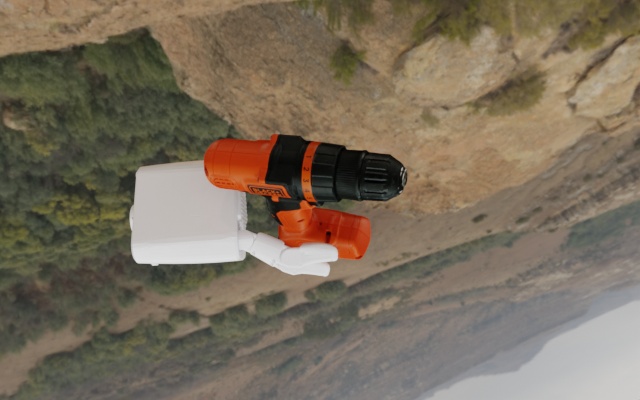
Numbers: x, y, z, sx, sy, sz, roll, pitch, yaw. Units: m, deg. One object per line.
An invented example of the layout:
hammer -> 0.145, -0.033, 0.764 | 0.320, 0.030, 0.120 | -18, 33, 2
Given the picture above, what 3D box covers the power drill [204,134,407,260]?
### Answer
power drill -> 0.000, 0.002, 0.477 | 0.184, 0.057, 0.188 | 8, -24, 19
